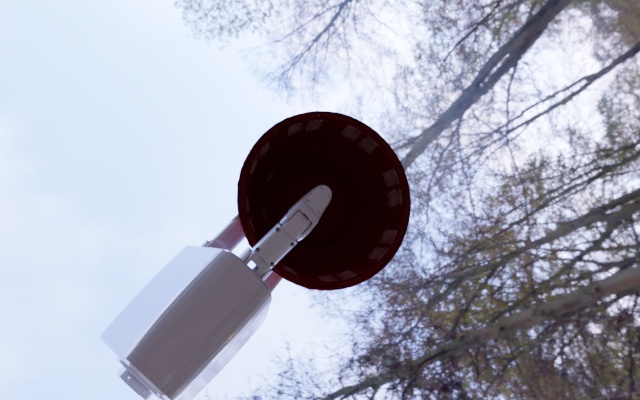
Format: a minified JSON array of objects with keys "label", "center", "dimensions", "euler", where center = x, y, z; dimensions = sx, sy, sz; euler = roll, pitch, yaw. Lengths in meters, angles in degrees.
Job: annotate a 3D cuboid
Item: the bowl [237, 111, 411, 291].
[{"label":"bowl","center":[0.001,0.001,0.449],"dimensions":[0.162,0.162,0.055],"euler":[0,-7,-16]}]
